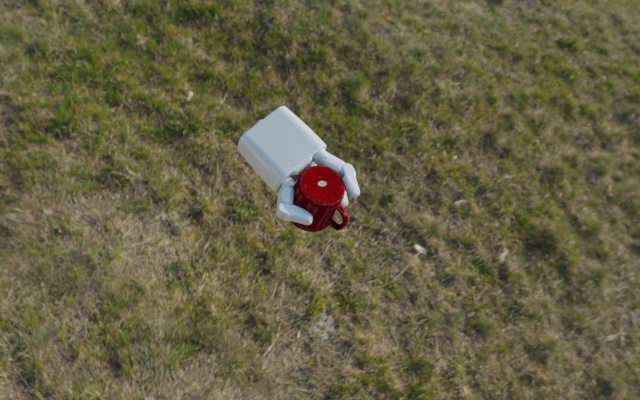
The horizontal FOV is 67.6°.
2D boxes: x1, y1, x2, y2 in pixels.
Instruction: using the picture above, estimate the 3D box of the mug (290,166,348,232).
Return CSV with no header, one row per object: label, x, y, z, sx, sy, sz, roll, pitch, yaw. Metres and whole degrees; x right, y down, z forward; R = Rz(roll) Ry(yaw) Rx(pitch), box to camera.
mug,0.001,0.004,0.808,0.093,0.117,0.081,-38,-12,-33
